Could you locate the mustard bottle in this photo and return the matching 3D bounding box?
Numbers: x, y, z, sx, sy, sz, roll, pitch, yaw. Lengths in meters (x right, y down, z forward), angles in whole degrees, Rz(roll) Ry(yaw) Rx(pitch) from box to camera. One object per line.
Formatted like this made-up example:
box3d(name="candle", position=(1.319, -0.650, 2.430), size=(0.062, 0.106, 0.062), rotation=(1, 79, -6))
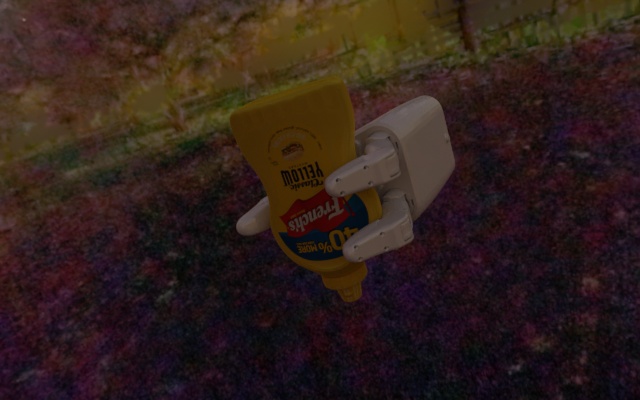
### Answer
box3d(name="mustard bottle", position=(0.000, 0.001, 0.405), size=(0.096, 0.192, 0.058), rotation=(-14, 19, 15))
